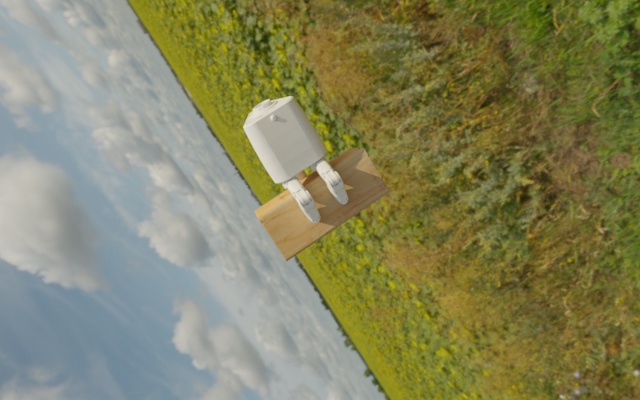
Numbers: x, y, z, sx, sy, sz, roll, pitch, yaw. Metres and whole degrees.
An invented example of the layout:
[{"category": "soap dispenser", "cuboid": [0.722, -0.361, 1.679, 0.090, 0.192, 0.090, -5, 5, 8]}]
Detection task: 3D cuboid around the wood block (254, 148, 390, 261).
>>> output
[{"category": "wood block", "cuboid": [0.000, 0.002, 0.815, 0.206, 0.090, 0.091, -33, 11, -6]}]
